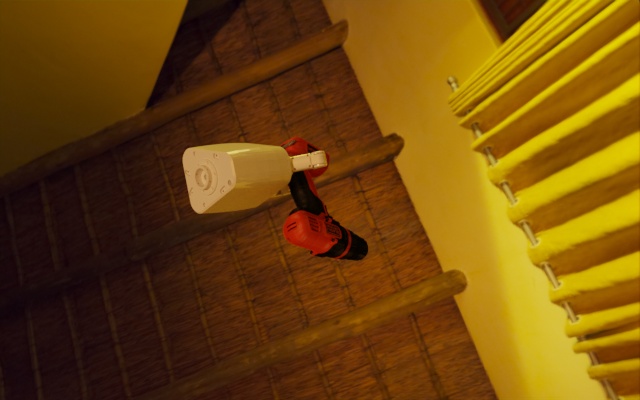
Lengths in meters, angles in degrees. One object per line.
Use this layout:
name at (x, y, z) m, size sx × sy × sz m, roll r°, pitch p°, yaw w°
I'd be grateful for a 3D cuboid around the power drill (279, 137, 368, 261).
power drill at (0.000, 0.002, 0.755) m, size 0.057 × 0.187 × 0.184 m, roll -32°, pitch -32°, yaw 25°
